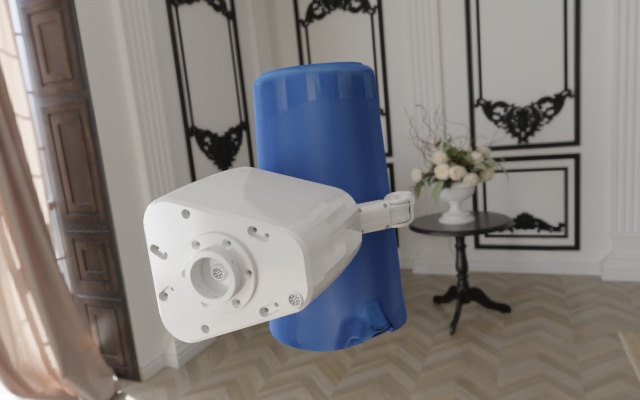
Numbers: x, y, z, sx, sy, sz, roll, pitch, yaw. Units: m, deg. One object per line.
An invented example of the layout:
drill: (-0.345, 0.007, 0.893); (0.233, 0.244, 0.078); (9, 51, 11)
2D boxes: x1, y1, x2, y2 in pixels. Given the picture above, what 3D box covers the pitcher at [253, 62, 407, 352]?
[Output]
pitcher: (0.000, 0.002, 0.452); (0.149, 0.243, 0.145); (-2, 11, 20)
